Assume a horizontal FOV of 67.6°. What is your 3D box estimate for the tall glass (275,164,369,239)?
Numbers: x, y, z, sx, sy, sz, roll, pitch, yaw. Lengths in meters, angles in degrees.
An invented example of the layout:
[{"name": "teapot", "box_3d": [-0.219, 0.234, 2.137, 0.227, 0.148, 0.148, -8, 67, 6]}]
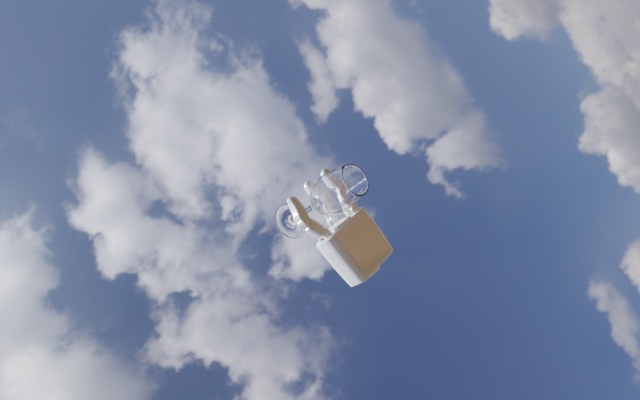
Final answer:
[{"name": "tall glass", "box_3d": [0.000, 0.003, 0.890, 0.079, 0.079, 0.201, 0, -23, -41]}]
